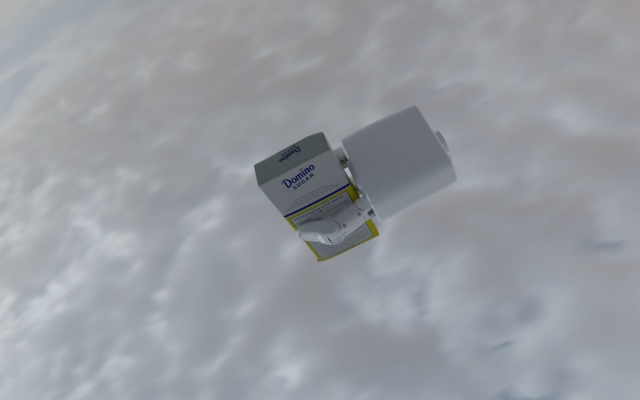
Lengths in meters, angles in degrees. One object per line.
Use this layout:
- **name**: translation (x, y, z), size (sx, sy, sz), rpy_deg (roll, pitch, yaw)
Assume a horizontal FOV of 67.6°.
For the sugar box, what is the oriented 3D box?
- **sugar box**: translation (0.000, 0.002, 0.600), size (0.093, 0.048, 0.176), rpy_deg (-26, -47, 7)
